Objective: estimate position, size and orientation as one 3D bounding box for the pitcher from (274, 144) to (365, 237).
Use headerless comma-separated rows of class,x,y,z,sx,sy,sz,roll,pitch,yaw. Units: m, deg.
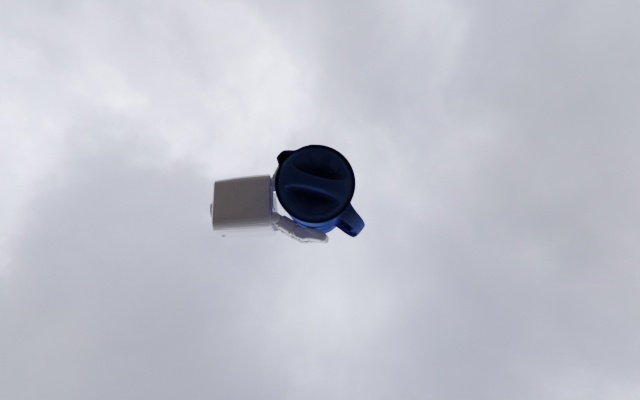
pitcher,0.000,0.003,0.888,0.145,0.149,0.243,-4,-12,0
